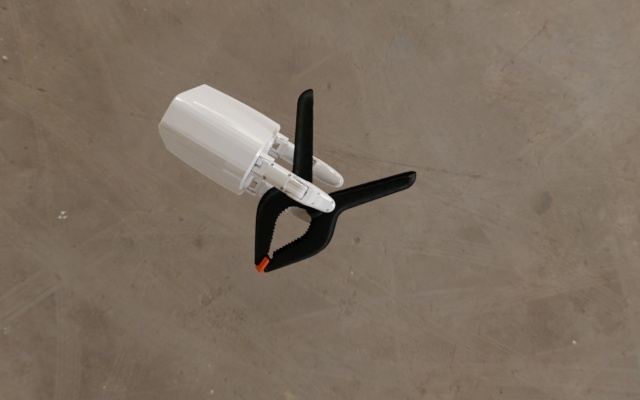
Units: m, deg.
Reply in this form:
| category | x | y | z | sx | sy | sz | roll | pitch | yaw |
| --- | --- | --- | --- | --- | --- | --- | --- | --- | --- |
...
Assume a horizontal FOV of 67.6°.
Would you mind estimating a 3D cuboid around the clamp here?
| category | x | y | z | sx | sy | sz | roll | pitch | yaw |
| --- | --- | --- | --- | --- | --- | --- | --- | --- | --- |
| clamp | 0.000 | 0.002 | 0.553 | 0.164 | 0.210 | 0.036 | 30 | 5 | -7 |
